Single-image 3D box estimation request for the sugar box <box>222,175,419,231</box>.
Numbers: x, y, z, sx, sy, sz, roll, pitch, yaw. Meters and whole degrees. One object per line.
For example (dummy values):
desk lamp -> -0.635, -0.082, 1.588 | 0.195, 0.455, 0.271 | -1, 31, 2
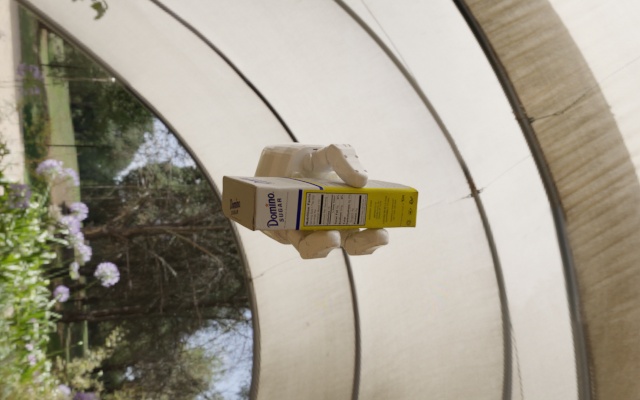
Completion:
sugar box -> 0.000, 0.002, 0.473 | 0.176, 0.048, 0.093 | -2, 9, -28
